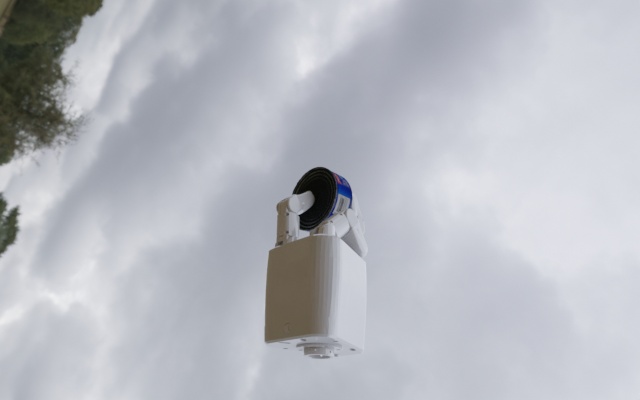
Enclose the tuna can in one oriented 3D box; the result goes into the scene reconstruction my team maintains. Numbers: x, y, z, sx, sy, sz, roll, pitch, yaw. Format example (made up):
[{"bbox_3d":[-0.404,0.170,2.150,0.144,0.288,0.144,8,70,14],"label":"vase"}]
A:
[{"bbox_3d":[0.001,0.002,0.619,0.034,0.086,0.086,23,-15,-40],"label":"tuna can"}]
